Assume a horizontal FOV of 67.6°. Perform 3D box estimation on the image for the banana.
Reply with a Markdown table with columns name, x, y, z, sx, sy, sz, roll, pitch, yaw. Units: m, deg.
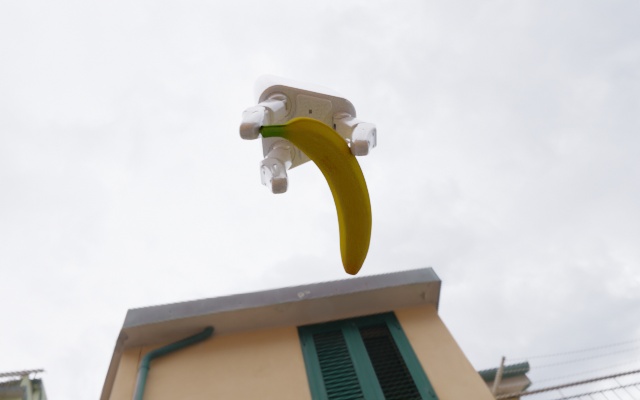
| name | x | y | z | sx | sy | sz | roll | pitch | yaw |
| --- | --- | --- | --- | --- | --- | --- | --- | --- | --- |
| banana | 0.014 | -0.011 | 0.483 | 0.069 | 0.198 | 0.037 | -31 | 27 | -1 |
